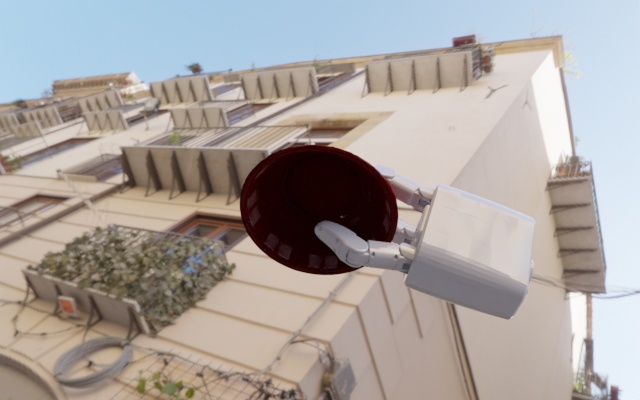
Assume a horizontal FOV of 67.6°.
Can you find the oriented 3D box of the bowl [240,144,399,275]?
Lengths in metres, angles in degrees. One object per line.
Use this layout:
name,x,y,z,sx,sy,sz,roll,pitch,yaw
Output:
bowl,-0.001,0.001,0.502,0.162,0.162,0.055,0,35,8
